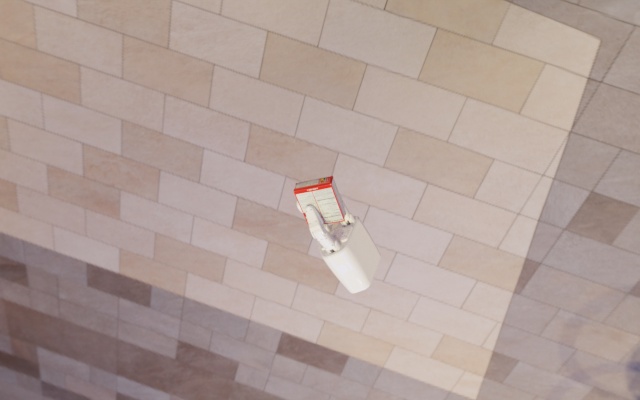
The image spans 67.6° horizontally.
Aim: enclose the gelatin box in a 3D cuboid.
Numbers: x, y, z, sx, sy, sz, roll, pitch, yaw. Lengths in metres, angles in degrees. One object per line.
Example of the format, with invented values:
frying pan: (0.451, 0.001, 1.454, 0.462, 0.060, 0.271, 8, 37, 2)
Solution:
gelatin box: (0.000, 0.003, 0.877, 0.073, 0.089, 0.030, -10, 35, 18)
